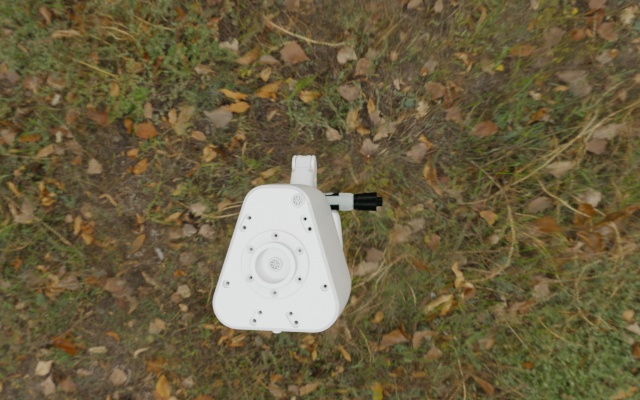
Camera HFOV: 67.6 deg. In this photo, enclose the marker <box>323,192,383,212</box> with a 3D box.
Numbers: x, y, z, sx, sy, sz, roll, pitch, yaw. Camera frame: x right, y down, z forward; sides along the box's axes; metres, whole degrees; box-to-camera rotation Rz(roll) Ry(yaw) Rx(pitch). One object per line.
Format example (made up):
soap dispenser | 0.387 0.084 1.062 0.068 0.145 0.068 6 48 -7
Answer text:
marker | 0.000 0.002 0.469 0.121 0.020 0.020 0 0 6
